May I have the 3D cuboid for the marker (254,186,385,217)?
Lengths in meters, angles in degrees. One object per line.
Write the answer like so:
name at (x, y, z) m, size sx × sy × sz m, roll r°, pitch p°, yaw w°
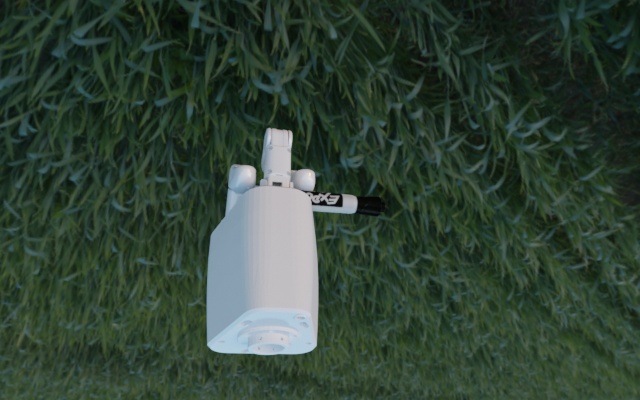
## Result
marker at (0.000, 0.001, 0.429) m, size 0.121 × 0.020 × 0.020 m, roll 5°, pitch -1°, yaw -13°
